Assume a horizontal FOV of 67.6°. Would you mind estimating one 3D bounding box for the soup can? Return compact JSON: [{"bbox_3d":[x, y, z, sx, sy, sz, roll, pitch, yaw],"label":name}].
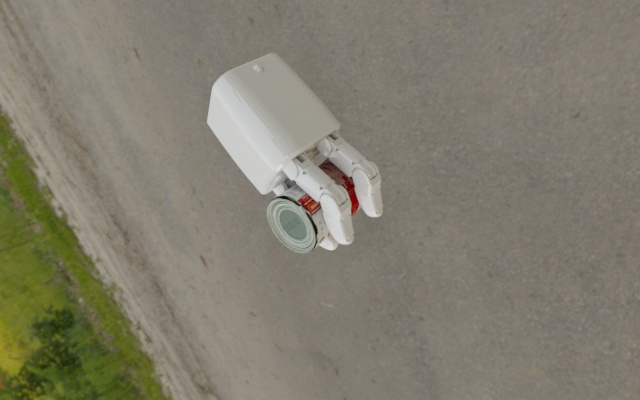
[{"bbox_3d":[0.000,0.002,0.511,0.068,0.068,0.102,0,28,43],"label":"soup can"}]
